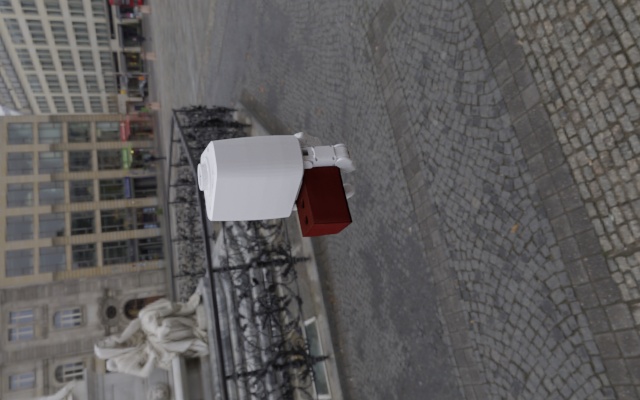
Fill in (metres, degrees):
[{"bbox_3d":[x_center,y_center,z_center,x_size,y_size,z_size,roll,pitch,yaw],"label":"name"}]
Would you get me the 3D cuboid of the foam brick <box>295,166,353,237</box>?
[{"bbox_3d":[0.000,0.002,0.607,0.051,0.078,0.053,-5,-21,-22],"label":"foam brick"}]
